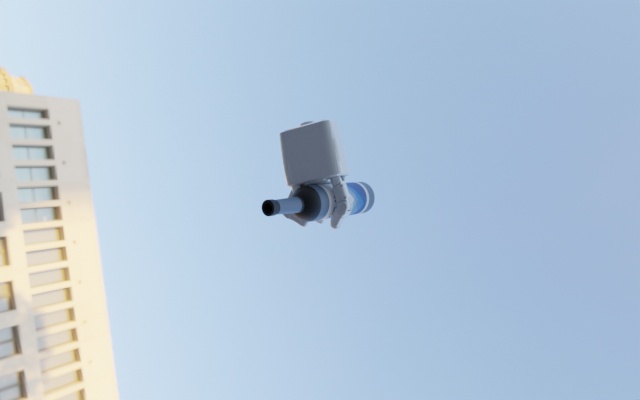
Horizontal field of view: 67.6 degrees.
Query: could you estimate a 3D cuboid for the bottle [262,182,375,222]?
[{"bbox_3d":[0.000,0.003,0.888,0.069,0.069,0.295,0,4,36],"label":"bottle"}]
